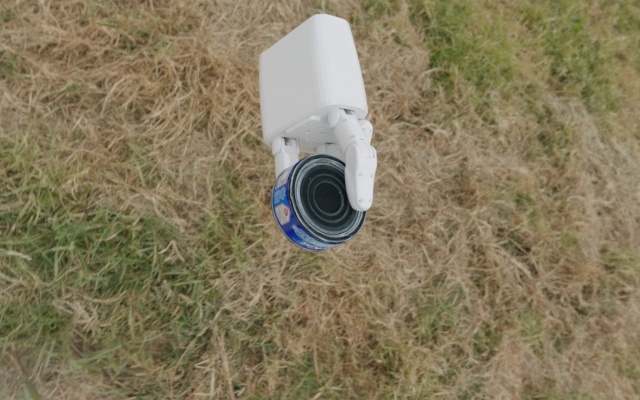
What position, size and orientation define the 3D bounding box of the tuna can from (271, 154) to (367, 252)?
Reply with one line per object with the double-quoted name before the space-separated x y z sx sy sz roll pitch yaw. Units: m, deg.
"tuna can" 0.000 0.001 0.435 0.086 0.086 0.034 0 -16 -35
